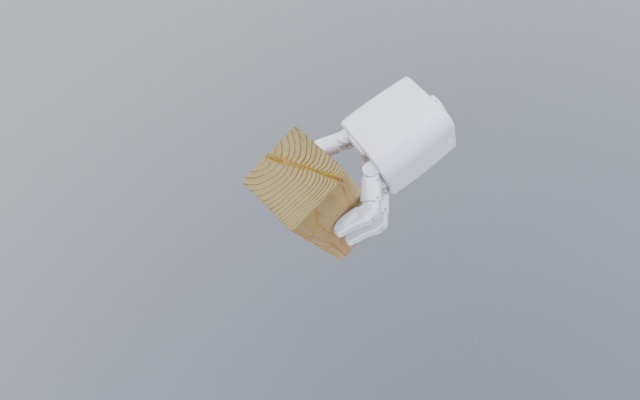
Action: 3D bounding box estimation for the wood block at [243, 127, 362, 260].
[{"bbox_3d":[0.000,0.001,0.616,0.090,0.090,0.206,44,1,24],"label":"wood block"}]
